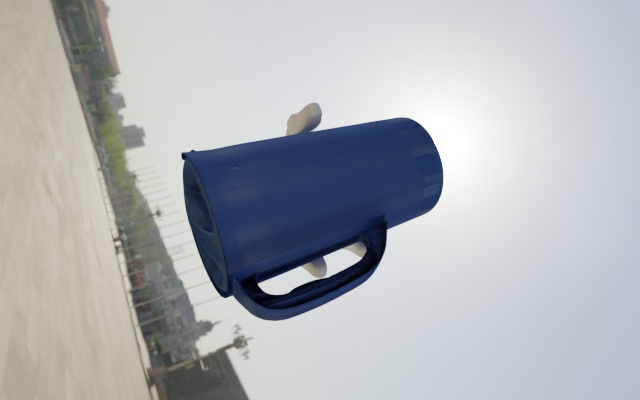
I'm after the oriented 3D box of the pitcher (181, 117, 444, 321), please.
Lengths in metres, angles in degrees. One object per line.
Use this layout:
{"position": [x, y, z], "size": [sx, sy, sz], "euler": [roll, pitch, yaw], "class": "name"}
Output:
{"position": [0.000, 0.001, 0.461], "size": [0.243, 0.149, 0.145], "euler": [-16, 12, -23], "class": "pitcher"}
